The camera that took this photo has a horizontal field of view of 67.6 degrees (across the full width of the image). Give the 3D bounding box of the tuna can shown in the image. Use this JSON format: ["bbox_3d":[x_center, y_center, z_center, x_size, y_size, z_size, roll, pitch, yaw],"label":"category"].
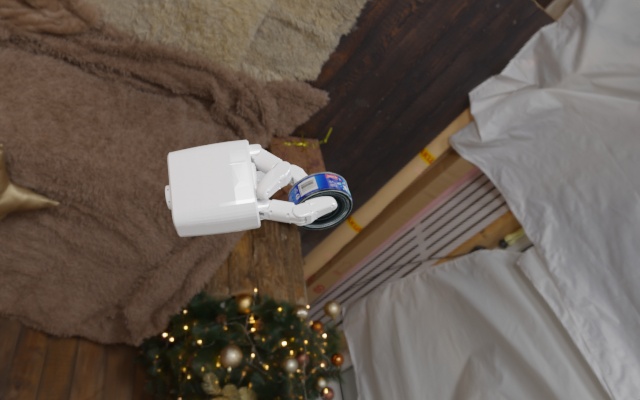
[{"bbox_3d":[0.000,0.003,0.657,0.086,0.033,0.086,-11,-39,-9],"label":"tuna can"}]
